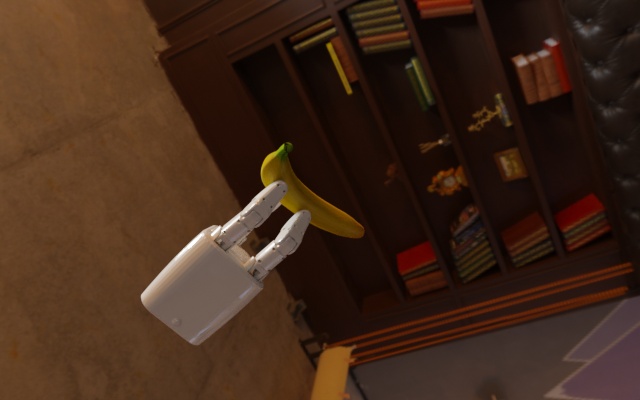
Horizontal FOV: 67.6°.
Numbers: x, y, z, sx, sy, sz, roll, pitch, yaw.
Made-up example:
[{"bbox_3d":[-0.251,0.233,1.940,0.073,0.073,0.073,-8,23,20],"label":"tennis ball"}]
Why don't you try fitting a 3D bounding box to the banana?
[{"bbox_3d":[-0.016,-0.002,0.589,0.069,0.037,0.198,7,-26,38],"label":"banana"}]
